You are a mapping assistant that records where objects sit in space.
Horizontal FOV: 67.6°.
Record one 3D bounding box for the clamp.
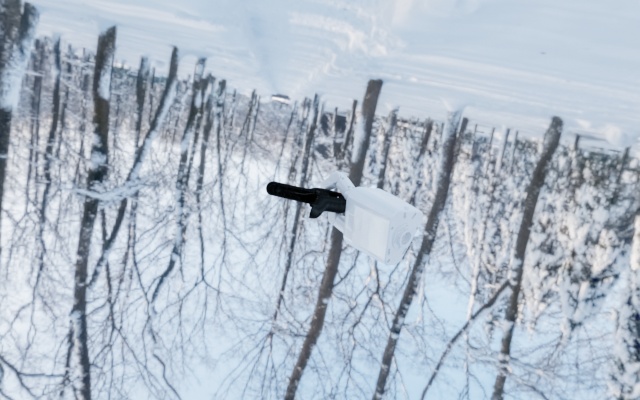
[{"bbox_3d":[0.000,0.003,0.843,0.171,0.039,0.120,3,27,-43],"label":"clamp"}]
